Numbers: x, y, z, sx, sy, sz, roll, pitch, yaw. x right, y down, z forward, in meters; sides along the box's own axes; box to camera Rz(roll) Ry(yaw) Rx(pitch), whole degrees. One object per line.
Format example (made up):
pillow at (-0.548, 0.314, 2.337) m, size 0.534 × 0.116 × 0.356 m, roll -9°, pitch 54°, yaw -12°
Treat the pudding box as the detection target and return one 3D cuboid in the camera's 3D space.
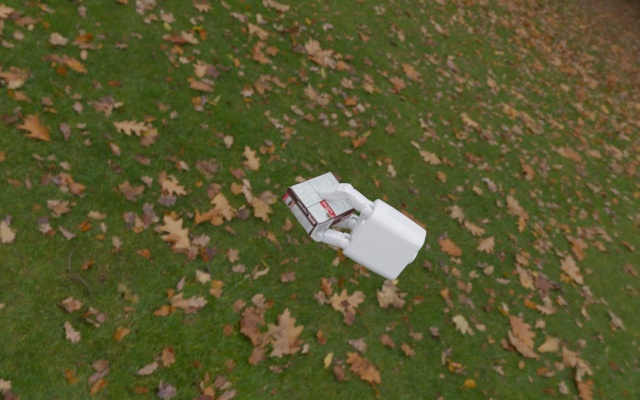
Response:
pudding box at (0.000, 0.003, 0.862) m, size 0.113 × 0.090 × 0.039 m, roll -22°, pitch -23°, yaw -44°
